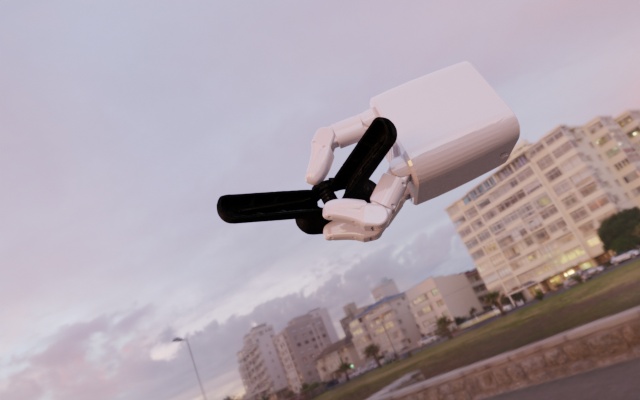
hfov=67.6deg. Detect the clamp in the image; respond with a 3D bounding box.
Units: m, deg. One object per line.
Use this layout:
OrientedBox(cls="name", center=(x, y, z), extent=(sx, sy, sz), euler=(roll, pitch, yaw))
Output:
OrientedBox(cls="clamp", center=(0.000, 0.001, 0.477), extent=(0.164, 0.036, 0.210), euler=(-23, -20, 2))
